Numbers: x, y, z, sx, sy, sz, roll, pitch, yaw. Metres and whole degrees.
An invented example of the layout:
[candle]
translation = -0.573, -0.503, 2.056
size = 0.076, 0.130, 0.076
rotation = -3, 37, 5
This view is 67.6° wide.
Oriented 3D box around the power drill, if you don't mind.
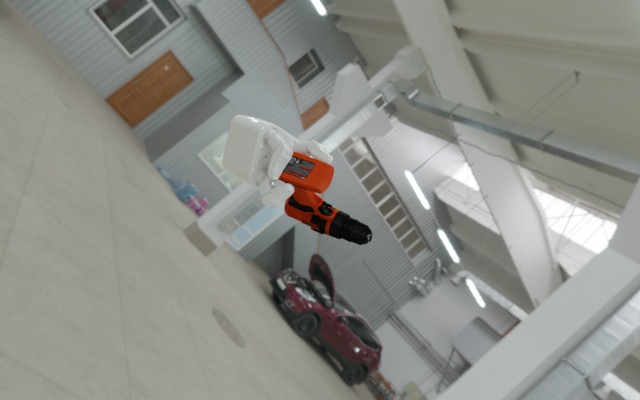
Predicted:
[power drill]
translation = 0.000, 0.002, 0.845
size = 0.184, 0.057, 0.188
rotation = 20, -27, 23
